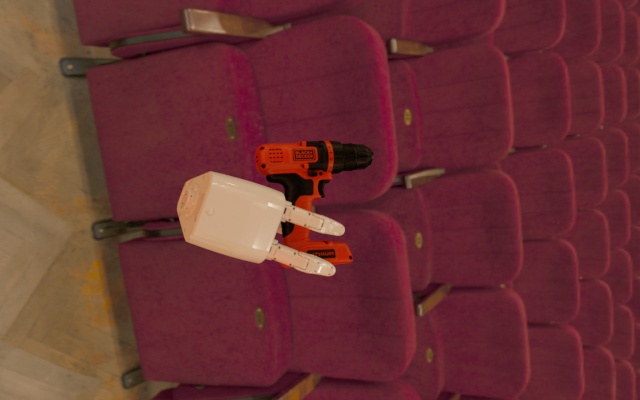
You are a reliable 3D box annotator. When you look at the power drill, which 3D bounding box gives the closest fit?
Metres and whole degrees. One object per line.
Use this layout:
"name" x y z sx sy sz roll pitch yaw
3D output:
"power drill" 0.000 0.003 0.710 0.184 0.187 0.057 -3 -10 -17
